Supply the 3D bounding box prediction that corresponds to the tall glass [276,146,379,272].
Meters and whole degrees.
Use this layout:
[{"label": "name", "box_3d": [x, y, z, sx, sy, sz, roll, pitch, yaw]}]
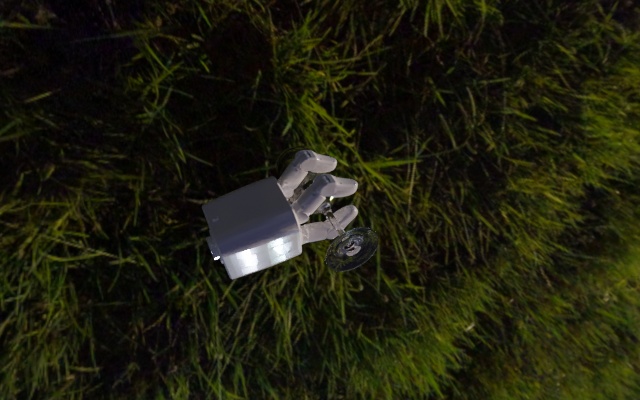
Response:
[{"label": "tall glass", "box_3d": [0.001, 0.003, 0.665, 0.079, 0.079, 0.201, 0, 38, -30]}]
